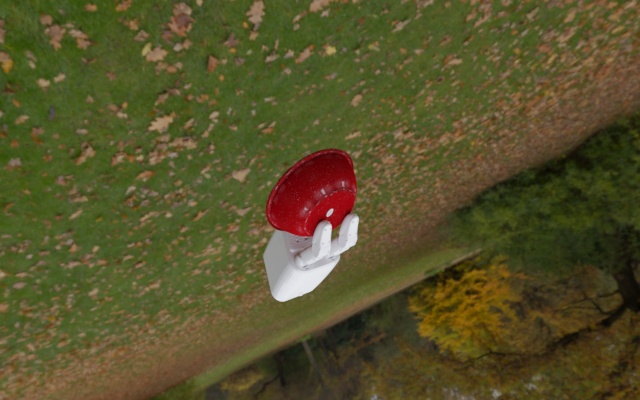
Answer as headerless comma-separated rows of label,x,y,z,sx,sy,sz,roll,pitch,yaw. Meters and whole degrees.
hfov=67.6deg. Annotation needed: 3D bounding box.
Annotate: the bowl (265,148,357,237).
bowl,0.000,0.002,0.717,0.162,0.162,0.055,0,39,-47
